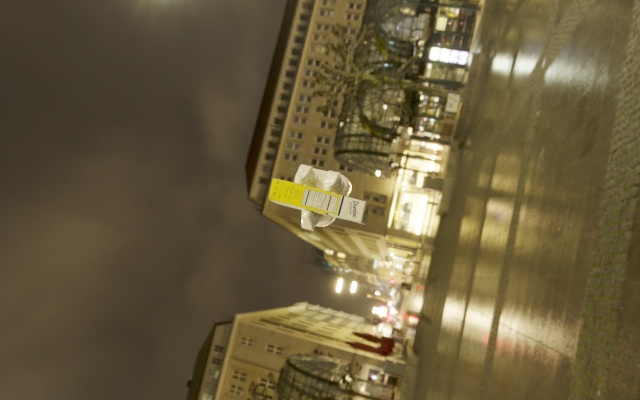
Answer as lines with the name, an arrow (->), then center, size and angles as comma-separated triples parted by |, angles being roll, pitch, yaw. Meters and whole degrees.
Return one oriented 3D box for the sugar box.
sugar box -> 0.000, 0.002, 0.887 | 0.176, 0.048, 0.093 | 12, -3, 10
